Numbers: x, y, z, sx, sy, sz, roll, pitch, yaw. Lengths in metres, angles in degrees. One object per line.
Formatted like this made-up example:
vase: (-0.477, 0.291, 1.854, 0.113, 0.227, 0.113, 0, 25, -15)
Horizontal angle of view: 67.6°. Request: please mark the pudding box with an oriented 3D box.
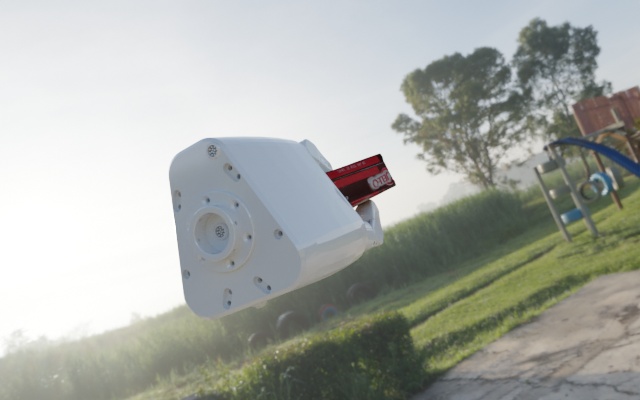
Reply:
pudding box: (0.000, 0.001, 0.443, 0.090, 0.039, 0.113, -20, -4, -39)
